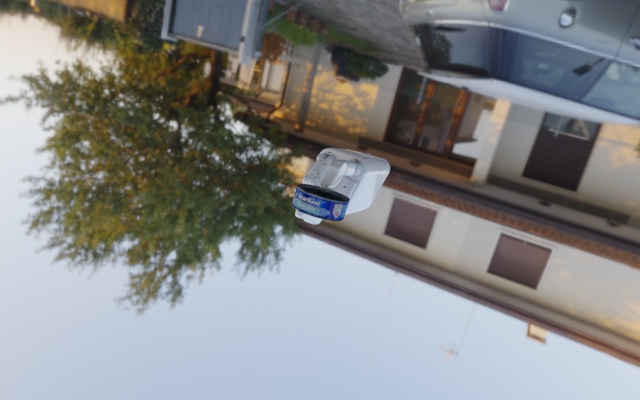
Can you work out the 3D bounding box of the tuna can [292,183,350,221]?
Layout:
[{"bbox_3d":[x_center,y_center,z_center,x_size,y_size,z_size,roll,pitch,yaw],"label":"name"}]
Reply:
[{"bbox_3d":[0.000,0.003,0.739,0.086,0.034,0.086,15,11,-3],"label":"tuna can"}]
